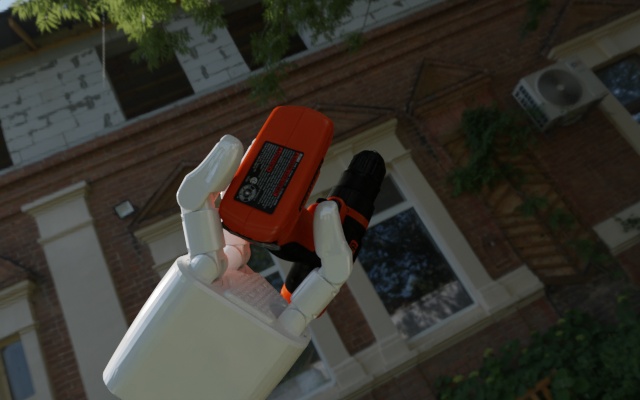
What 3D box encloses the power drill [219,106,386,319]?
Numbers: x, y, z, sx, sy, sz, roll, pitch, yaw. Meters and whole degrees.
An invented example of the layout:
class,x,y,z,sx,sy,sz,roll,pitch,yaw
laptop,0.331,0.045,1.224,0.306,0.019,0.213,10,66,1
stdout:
class,x,y,z,sx,sy,sz,roll,pitch,yaw
power drill,0.000,0.001,0.418,0.057,0.184,0.188,17,-18,25
